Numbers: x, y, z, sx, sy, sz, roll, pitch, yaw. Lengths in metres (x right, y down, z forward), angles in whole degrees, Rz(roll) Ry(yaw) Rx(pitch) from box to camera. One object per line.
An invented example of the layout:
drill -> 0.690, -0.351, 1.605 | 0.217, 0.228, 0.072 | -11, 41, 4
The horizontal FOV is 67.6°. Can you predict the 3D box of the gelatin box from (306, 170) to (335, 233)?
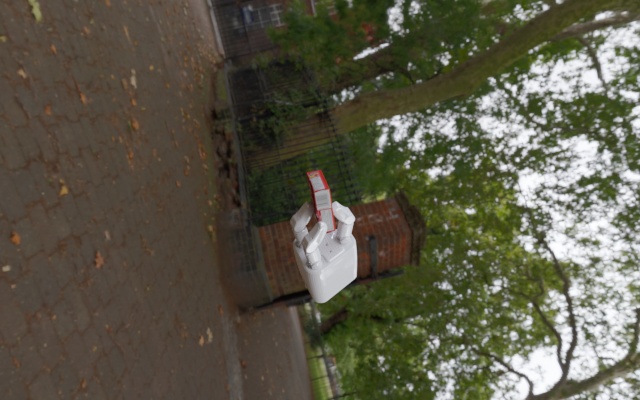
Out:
gelatin box -> 0.001, 0.002, 0.834 | 0.030, 0.089, 0.073 | -12, 32, -5
